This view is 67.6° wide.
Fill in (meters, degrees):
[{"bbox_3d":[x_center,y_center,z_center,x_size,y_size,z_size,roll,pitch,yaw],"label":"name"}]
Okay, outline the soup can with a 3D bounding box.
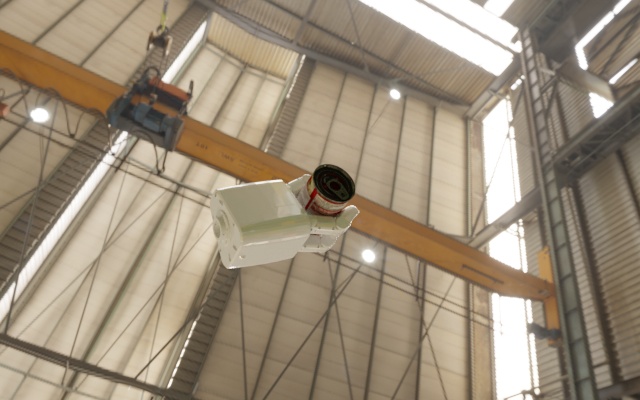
[{"bbox_3d":[0.000,0.002,0.723,0.068,0.068,0.102,0,-34,-29],"label":"soup can"}]
